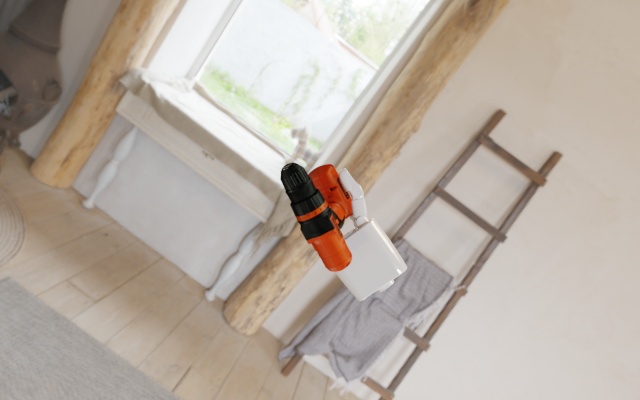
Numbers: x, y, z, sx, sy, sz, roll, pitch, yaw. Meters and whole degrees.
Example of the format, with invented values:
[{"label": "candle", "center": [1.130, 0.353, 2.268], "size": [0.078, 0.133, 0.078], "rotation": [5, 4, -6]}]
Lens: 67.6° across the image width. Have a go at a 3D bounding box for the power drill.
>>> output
[{"label": "power drill", "center": [0.000, 0.003, 0.782], "size": [0.057, 0.184, 0.187], "rotation": [-21, 16, 16]}]
